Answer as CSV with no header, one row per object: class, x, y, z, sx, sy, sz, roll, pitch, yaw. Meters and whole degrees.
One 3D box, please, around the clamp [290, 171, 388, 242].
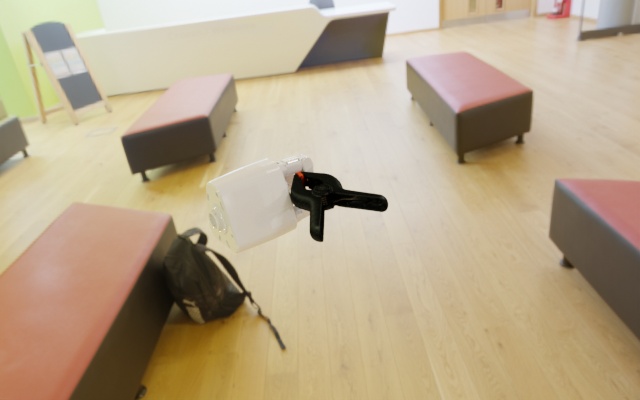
clamp,0.000,0.002,0.693,0.120,0.039,0.171,-24,31,-31
